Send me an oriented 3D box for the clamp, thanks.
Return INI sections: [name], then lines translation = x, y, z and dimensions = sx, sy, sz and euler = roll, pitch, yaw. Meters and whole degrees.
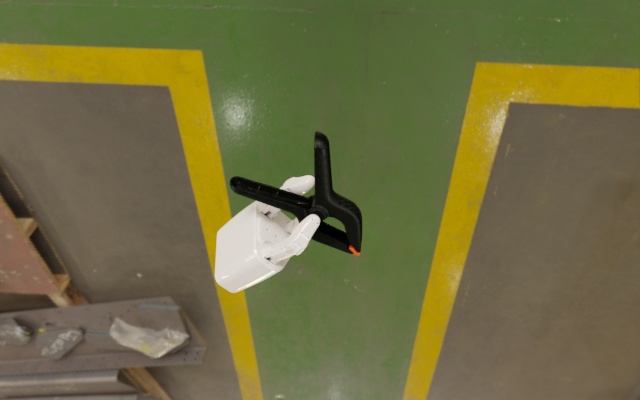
[clamp]
translation = 0.000, 0.003, 0.661
dimensions = 0.164, 0.036, 0.210
euler = -30, -59, 36
